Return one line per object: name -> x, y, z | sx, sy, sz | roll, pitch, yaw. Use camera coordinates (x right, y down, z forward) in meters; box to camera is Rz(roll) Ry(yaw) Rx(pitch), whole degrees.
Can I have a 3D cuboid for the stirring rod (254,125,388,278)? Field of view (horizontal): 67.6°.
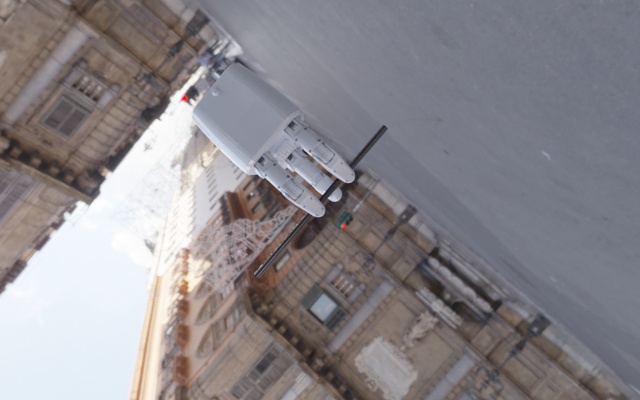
stirring rod -> 0.000, 0.002, 0.582 | 0.011, 0.239, 0.011 | 41, 2, -2
